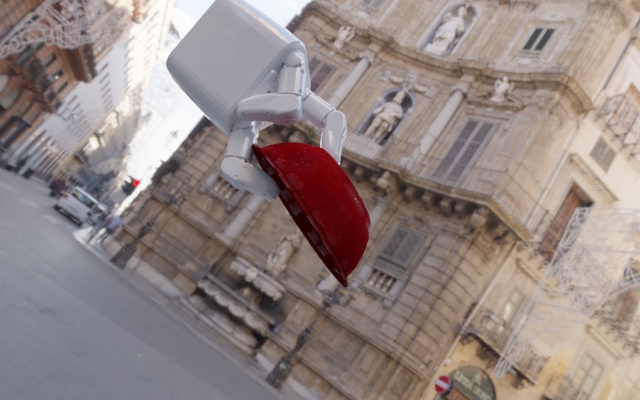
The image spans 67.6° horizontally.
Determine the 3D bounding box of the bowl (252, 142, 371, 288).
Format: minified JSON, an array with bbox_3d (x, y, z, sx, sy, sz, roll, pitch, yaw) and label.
[{"bbox_3d":[0.001,0.002,0.458,0.055,0.162,0.162,-33,5,-7],"label":"bowl"}]
